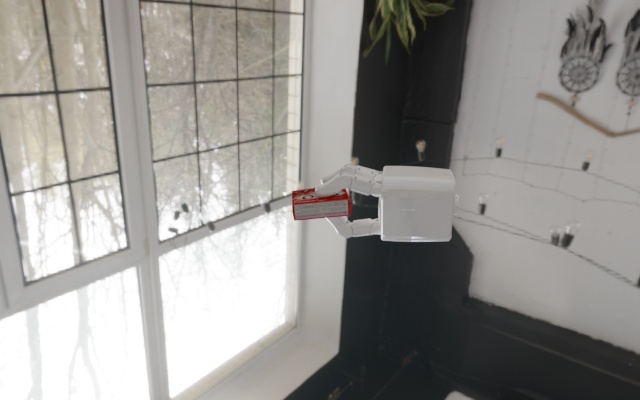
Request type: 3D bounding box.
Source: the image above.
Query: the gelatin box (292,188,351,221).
[{"bbox_3d":[0.000,0.003,0.745,0.089,0.030,0.073,-6,18,-2],"label":"gelatin box"}]
